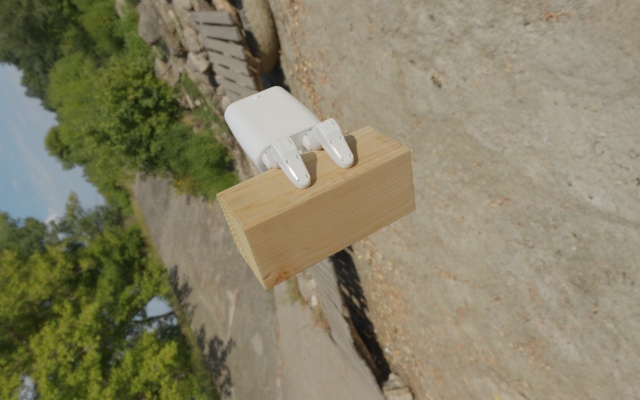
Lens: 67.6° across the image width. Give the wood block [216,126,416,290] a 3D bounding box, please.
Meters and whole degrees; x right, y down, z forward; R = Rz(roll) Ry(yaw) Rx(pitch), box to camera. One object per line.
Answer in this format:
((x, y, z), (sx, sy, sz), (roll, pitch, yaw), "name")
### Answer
((0.000, 0.002, 0.558), (0.206, 0.091, 0.090), (-26, 37, -18), "wood block")
